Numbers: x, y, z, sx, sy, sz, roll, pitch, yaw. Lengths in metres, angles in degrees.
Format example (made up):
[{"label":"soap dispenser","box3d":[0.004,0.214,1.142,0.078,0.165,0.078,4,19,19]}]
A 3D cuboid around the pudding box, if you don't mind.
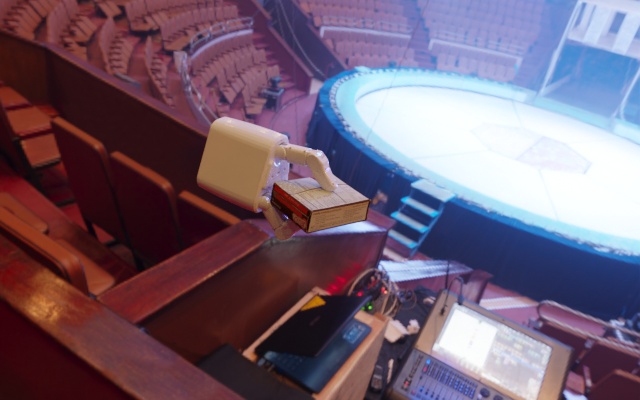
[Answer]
[{"label":"pudding box","box3d":[0.000,0.002,0.670,0.113,0.039,0.090,-12,35,-37]}]
